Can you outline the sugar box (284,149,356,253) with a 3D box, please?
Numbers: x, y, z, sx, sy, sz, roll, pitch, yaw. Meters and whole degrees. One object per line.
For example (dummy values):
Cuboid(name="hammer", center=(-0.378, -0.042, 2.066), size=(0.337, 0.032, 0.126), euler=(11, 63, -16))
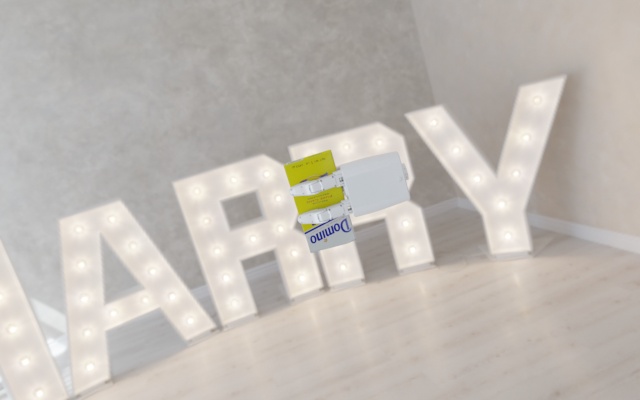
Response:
Cuboid(name="sugar box", center=(0.000, 0.003, 0.892), size=(0.093, 0.176, 0.048), euler=(-16, 11, 4))
